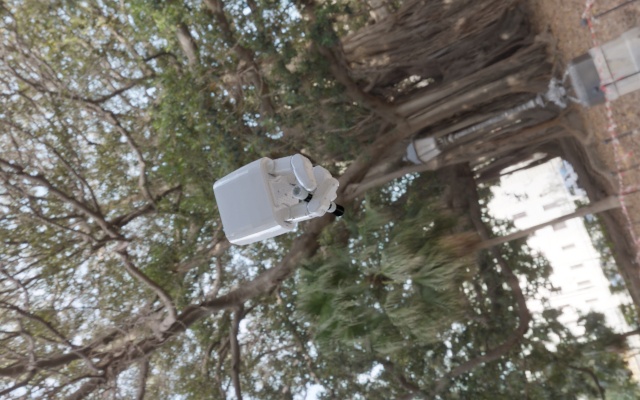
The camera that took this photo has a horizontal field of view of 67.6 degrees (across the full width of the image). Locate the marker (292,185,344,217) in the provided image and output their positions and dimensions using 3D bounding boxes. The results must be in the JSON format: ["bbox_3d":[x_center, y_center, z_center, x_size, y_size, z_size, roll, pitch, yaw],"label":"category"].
[{"bbox_3d":[0.000,0.002,0.723,0.020,0.020,0.121,0,-15,35],"label":"marker"}]
